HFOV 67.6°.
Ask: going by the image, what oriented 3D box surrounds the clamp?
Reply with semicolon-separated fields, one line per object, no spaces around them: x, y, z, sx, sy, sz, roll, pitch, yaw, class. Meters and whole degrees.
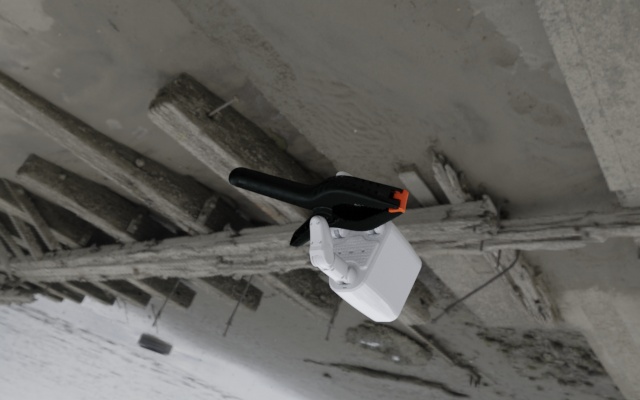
0.000;0.003;0.580;0.210;0.036;0.165;-9;-39;36;clamp
